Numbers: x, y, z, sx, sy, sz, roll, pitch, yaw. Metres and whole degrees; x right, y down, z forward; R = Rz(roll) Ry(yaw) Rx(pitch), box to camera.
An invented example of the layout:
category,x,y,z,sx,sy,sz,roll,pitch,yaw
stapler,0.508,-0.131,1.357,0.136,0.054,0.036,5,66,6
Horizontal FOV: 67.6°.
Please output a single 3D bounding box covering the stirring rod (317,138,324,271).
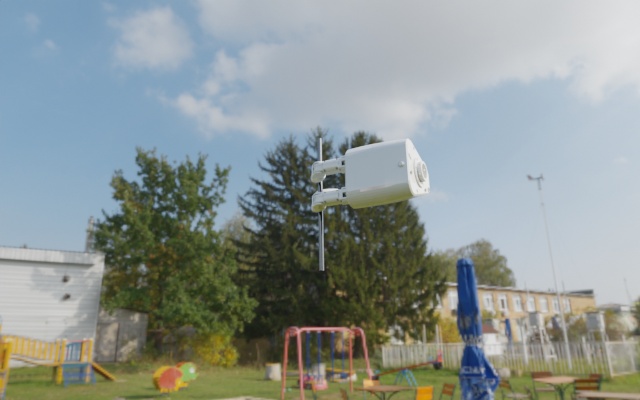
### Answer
category,x,y,z,sx,sy,sz,roll,pitch,yaw
stirring rod,0.000,0.003,0.835,0.011,0.239,0.011,-1,-17,0
